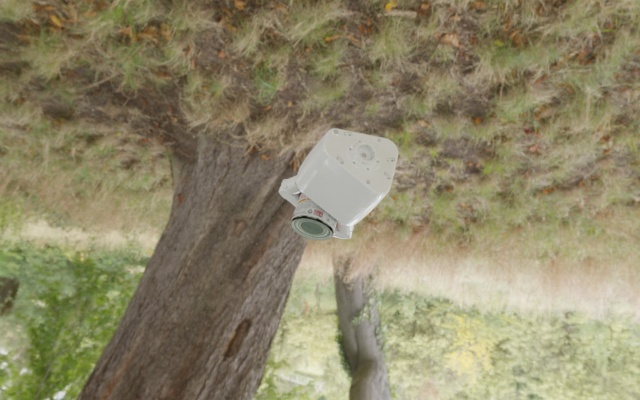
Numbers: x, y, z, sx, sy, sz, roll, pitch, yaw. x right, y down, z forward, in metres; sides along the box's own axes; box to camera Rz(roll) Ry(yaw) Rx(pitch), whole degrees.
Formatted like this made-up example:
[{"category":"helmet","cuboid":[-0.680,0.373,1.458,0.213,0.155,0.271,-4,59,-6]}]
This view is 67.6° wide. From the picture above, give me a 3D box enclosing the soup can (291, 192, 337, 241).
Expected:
[{"category":"soup can","cuboid":[0.000,0.003,0.738,0.068,0.102,0.068,13,-30,8]}]
